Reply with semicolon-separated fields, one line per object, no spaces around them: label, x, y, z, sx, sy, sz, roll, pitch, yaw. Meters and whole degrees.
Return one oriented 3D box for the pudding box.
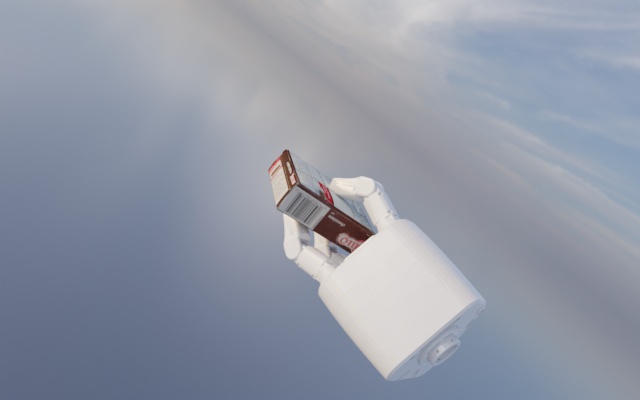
pudding box;0.000;0.002;0.525;0.113;0.039;0.090;35;16;-27
